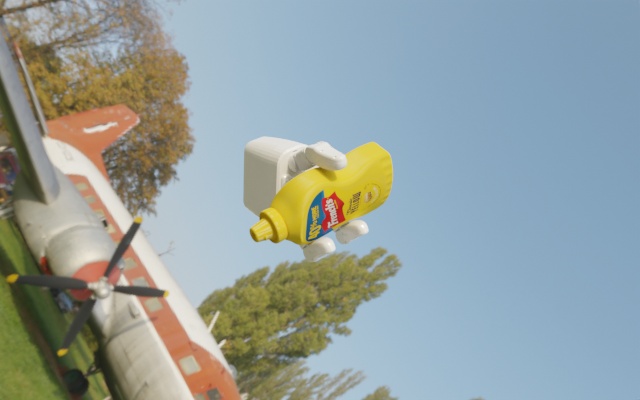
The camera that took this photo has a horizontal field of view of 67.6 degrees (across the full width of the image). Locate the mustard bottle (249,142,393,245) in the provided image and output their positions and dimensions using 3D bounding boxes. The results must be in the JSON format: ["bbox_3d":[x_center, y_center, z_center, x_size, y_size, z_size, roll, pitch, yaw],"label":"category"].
[{"bbox_3d":[0.001,0.002,0.577,0.191,0.096,0.058,-26,52,-28],"label":"mustard bottle"}]
